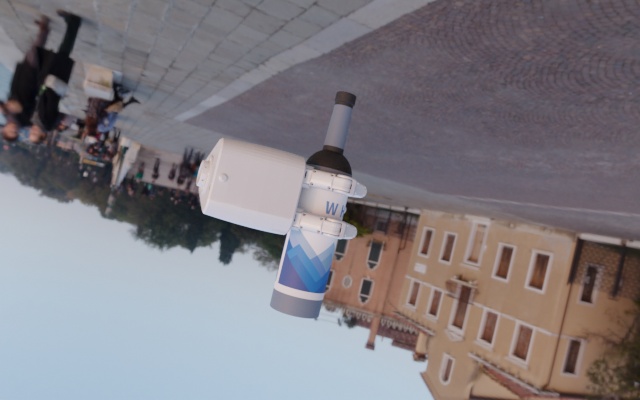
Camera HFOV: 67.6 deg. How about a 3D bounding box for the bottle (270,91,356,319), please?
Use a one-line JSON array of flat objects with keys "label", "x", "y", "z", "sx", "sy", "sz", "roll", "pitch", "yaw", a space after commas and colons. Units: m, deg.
[{"label": "bottle", "x": 0.000, "y": 0.002, "z": 0.631, "sx": 0.069, "sy": 0.295, "sz": 0.069, "roll": 14, "pitch": -2, "yaw": 0}]
